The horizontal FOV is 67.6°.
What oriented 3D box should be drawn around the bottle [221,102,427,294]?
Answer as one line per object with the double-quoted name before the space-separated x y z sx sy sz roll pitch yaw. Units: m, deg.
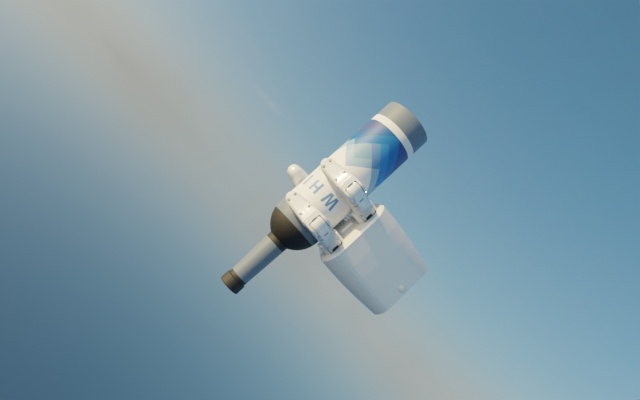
"bottle" 0.000 0.002 0.576 0.295 0.069 0.069 -42 5 -6
